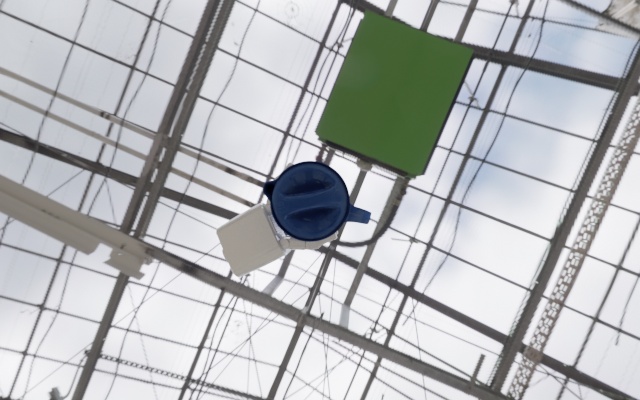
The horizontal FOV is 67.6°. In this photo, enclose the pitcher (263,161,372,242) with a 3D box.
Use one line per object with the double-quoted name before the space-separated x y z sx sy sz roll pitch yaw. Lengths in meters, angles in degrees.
"pitcher" 0.000 0.003 0.898 0.145 0.149 0.243 -30 -1 4
